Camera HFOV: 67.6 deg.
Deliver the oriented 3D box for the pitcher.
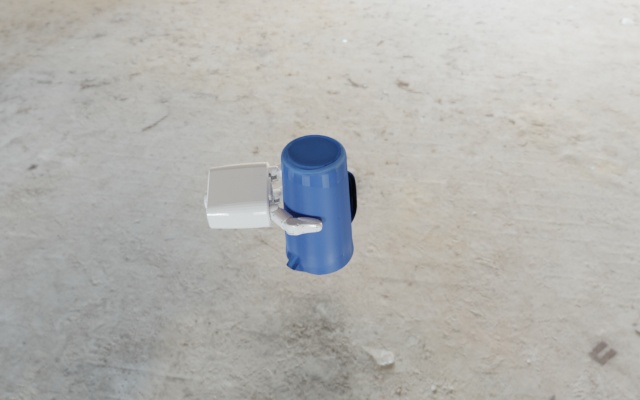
[{"bbox_3d":[0.000,0.003,0.858,0.145,0.243,0.149,-3,42,0],"label":"pitcher"}]
